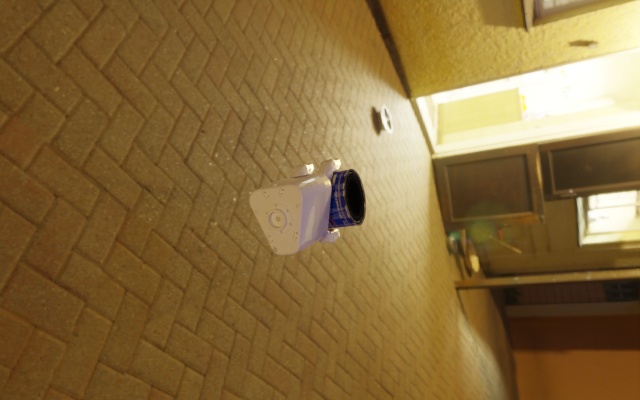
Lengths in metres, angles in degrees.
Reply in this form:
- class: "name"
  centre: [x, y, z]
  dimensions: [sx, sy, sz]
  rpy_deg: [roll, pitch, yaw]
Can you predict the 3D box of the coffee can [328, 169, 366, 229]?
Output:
- class: "coffee can"
  centre: [0.000, 0.003, 0.874]
  dimensions: [0.140, 0.103, 0.103]
  rpy_deg: [-8, -3, 25]
